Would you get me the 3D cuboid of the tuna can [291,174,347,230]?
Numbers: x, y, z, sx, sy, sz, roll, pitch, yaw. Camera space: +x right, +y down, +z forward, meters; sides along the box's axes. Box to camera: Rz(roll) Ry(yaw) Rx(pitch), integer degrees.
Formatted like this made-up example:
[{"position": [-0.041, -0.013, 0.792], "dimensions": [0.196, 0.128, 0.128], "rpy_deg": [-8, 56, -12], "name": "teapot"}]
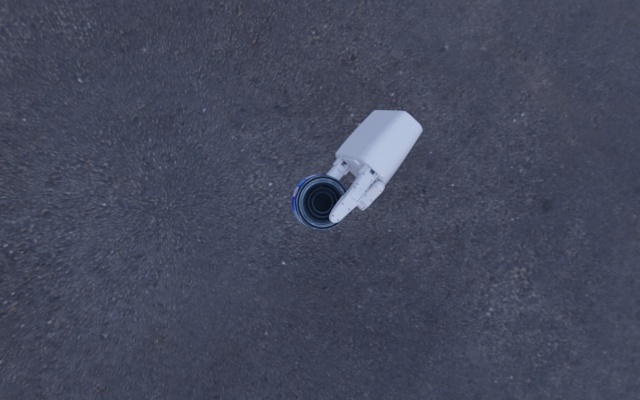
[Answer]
[{"position": [0.000, 0.002, 0.730], "dimensions": [0.086, 0.086, 0.034], "rpy_deg": [0, 4, -14], "name": "tuna can"}]
